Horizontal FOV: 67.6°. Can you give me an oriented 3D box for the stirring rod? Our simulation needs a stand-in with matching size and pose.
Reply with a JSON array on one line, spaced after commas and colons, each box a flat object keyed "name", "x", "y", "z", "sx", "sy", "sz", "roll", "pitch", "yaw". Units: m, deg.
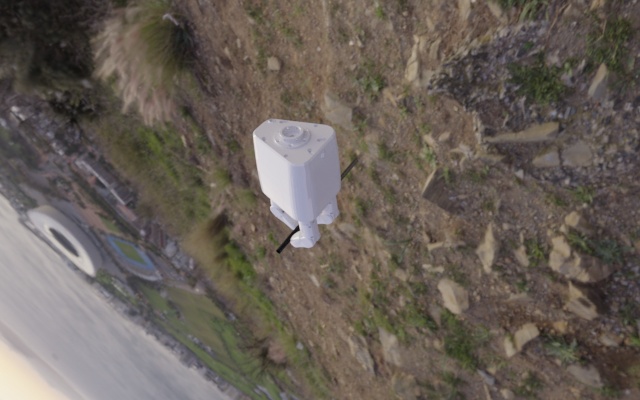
[{"name": "stirring rod", "x": 0.000, "y": 0.002, "z": 0.796, "sx": 0.011, "sy": 0.011, "sz": 0.239, "roll": 0, "pitch": 39, "yaw": 44}]
